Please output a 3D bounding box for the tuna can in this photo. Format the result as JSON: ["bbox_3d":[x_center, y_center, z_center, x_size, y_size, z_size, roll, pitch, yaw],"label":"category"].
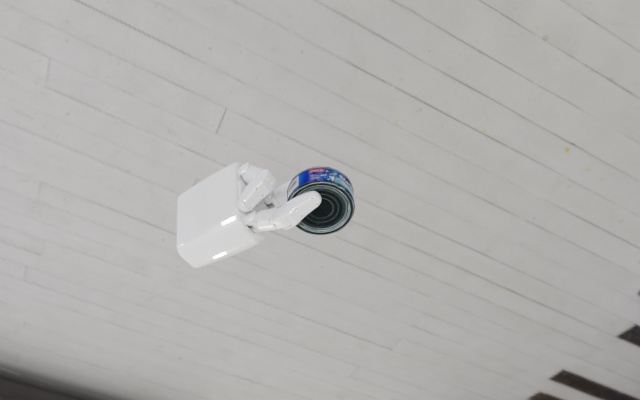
[{"bbox_3d":[0.000,0.002,0.599,0.086,0.086,0.033,0,36,-1],"label":"tuna can"}]
